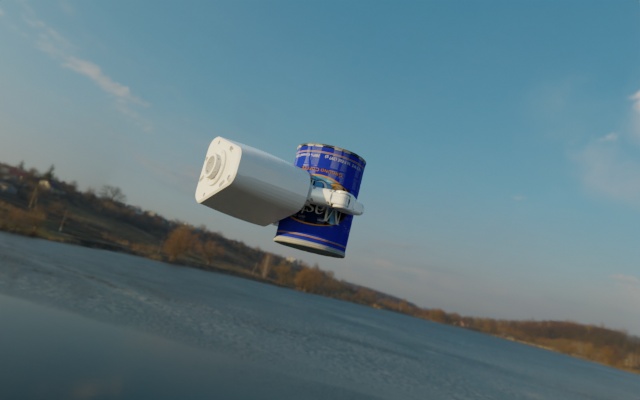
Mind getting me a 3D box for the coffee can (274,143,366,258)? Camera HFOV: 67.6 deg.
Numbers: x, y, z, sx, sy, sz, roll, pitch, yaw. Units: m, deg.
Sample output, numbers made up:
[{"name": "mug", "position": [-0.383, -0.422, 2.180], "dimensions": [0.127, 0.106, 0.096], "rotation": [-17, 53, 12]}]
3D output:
[{"name": "coffee can", "position": [0.000, 0.002, 0.679], "dimensions": [0.103, 0.140, 0.103], "rotation": [13, -10, 2]}]
